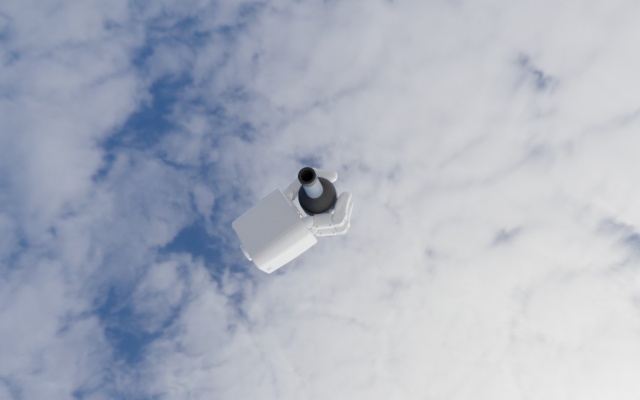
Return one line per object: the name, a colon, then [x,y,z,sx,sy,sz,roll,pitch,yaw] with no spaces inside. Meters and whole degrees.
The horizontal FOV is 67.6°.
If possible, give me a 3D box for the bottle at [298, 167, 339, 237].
bottle: [0.000,0.003,0.839,0.069,0.069,0.296,0,-15,8]
